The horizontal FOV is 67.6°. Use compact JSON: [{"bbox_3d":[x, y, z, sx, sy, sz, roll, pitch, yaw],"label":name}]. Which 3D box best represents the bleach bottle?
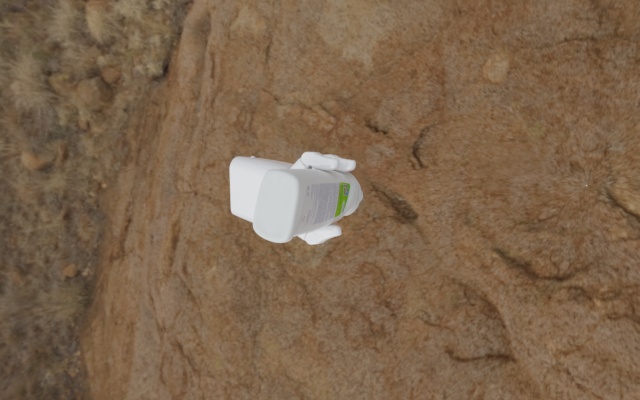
[{"bbox_3d":[0.000,0.002,0.750,0.068,0.102,0.251,17,10,28],"label":"bleach bottle"}]
